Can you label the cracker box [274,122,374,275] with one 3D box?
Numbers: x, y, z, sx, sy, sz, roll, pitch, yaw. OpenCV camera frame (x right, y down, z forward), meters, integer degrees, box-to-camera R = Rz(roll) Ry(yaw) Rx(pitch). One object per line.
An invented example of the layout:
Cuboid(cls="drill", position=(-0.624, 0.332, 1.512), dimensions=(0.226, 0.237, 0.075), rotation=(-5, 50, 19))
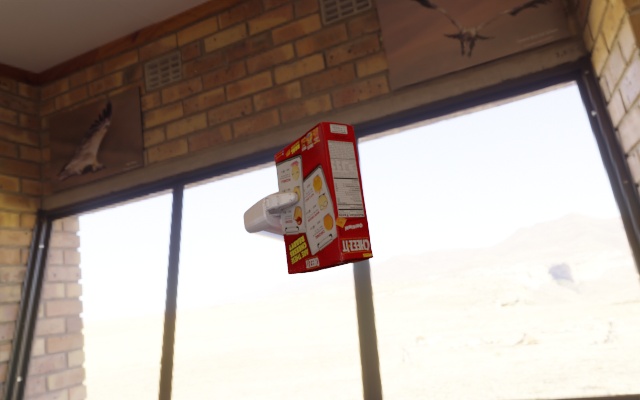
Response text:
Cuboid(cls="cracker box", position=(0.000, 0.002, 0.773), dimensions=(0.072, 0.213, 0.164), rotation=(-1, -14, -33))
